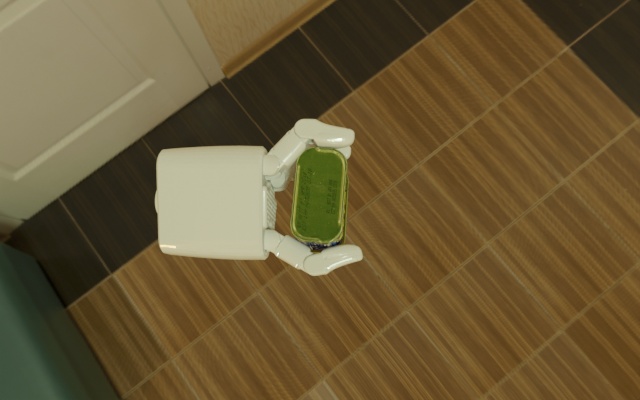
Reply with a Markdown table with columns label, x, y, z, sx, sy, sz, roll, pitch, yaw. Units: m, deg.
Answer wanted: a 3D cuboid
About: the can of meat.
| label | x | y | z | sx | sy | sz | roll | pitch | yaw |
| --- | --- | --- | --- | --- | --- | --- | --- | --- | --- |
| can of meat | 0.000 | 0.002 | 0.504 | 0.057 | 0.102 | 0.084 | 4 | -11 | 3 |
